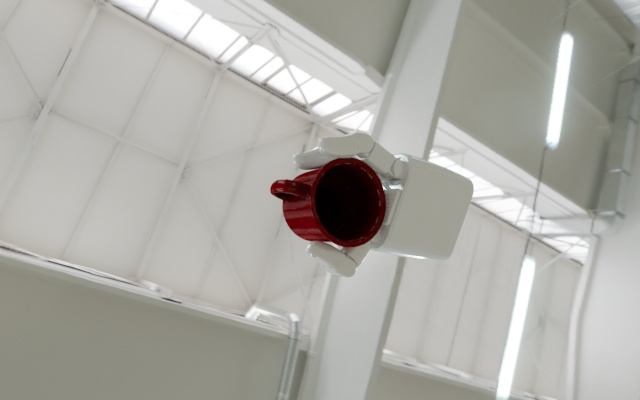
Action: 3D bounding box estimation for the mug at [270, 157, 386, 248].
[{"bbox_3d":[-0.001,0.001,0.516,0.117,0.093,0.081,15,-11,-29],"label":"mug"}]
